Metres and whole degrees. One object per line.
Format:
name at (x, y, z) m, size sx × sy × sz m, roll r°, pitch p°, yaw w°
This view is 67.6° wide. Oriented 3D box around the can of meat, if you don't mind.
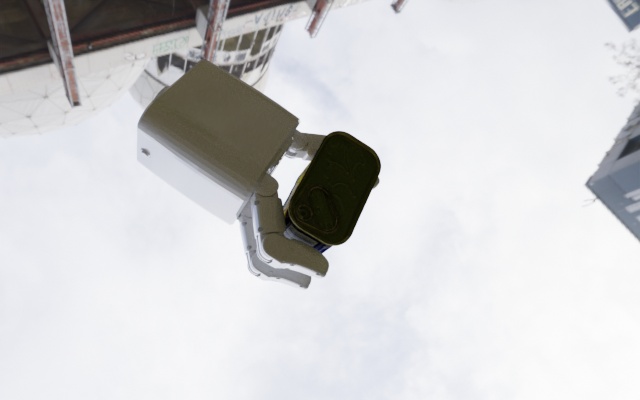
can of meat at (0.000, 0.001, 0.429) m, size 0.057 × 0.102 × 0.084 m, roll 31°, pitch -28°, yaw -8°
